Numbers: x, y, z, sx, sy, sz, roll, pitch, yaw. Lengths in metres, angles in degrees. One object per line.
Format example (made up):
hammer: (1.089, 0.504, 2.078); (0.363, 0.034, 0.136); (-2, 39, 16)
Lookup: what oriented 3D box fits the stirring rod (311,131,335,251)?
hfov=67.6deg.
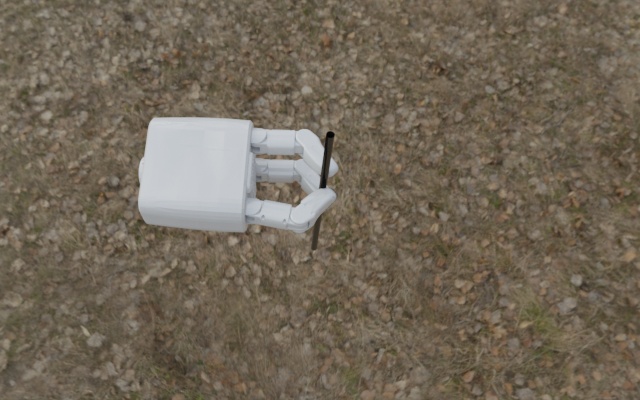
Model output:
stirring rod: (0.000, 0.002, 0.537); (0.011, 0.011, 0.240); (0, -31, -5)
